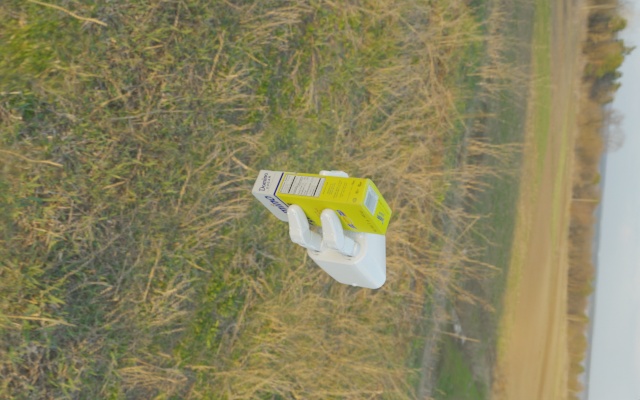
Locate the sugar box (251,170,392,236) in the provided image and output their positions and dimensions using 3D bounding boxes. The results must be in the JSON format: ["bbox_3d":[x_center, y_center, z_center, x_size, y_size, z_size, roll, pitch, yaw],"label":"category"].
[{"bbox_3d":[0.000,0.003,0.666,0.176,0.048,0.093,3,-28,31],"label":"sugar box"}]
